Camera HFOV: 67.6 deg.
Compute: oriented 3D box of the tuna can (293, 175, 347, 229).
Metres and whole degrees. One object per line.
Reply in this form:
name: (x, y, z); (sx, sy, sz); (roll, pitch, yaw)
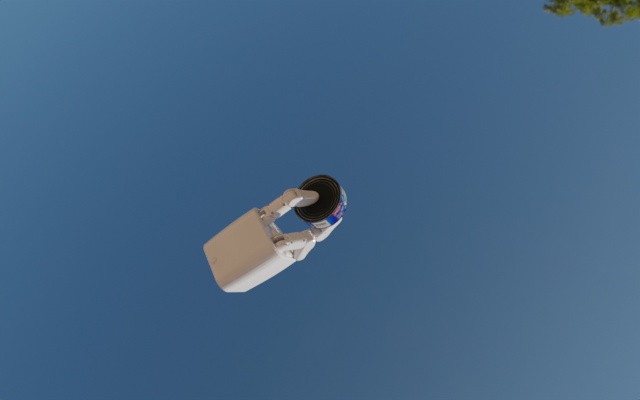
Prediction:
tuna can: (0.000, 0.003, 0.787); (0.086, 0.086, 0.034); (0, -25, 27)
